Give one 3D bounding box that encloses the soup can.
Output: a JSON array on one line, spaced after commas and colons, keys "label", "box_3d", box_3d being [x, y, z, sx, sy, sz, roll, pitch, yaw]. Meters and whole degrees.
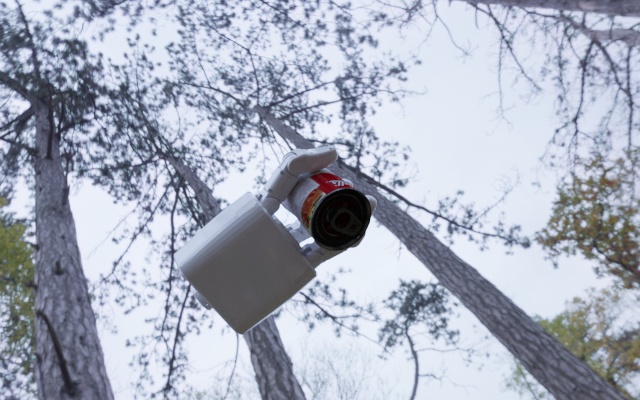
[{"label": "soup can", "box_3d": [0.000, 0.001, 0.514, 0.068, 0.068, 0.102, 0, 21, -27]}]
